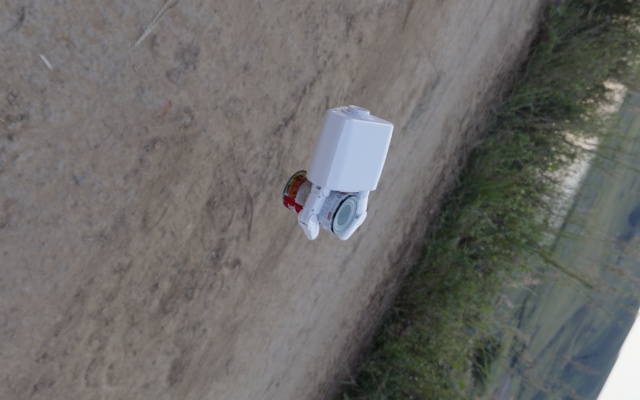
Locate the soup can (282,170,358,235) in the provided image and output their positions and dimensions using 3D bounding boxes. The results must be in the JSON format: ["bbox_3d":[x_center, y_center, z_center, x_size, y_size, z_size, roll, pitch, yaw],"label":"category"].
[{"bbox_3d":[0.000,0.003,0.748,0.102,0.068,0.068,28,14,29],"label":"soup can"}]
